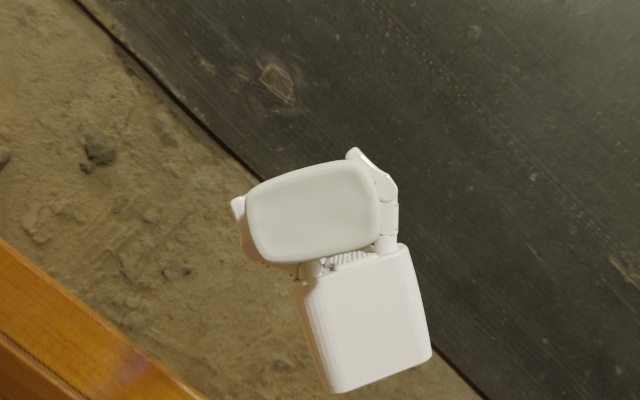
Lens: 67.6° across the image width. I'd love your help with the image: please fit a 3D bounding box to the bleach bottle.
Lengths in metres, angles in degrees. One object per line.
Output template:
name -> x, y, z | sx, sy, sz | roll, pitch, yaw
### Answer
bleach bottle -> 0.000, 0.002, 0.465 | 0.102, 0.068, 0.251 | -14, 3, 5
